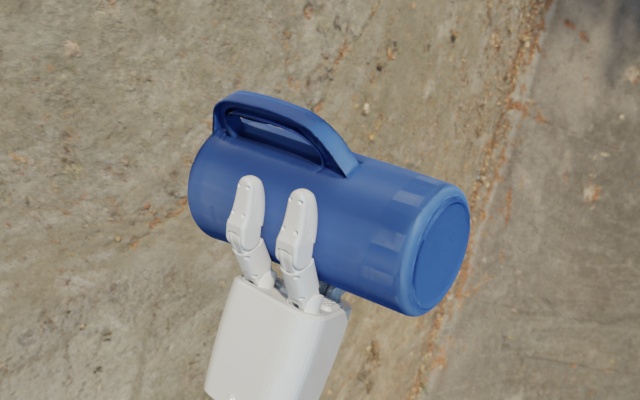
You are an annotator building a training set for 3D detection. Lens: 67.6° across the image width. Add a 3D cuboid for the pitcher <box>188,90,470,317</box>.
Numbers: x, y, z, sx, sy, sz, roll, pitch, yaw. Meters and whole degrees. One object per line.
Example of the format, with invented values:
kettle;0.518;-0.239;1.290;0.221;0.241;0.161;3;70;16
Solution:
pitcher;0.000;0.002;0.429;0.243;0.145;0.149;19;1;36
